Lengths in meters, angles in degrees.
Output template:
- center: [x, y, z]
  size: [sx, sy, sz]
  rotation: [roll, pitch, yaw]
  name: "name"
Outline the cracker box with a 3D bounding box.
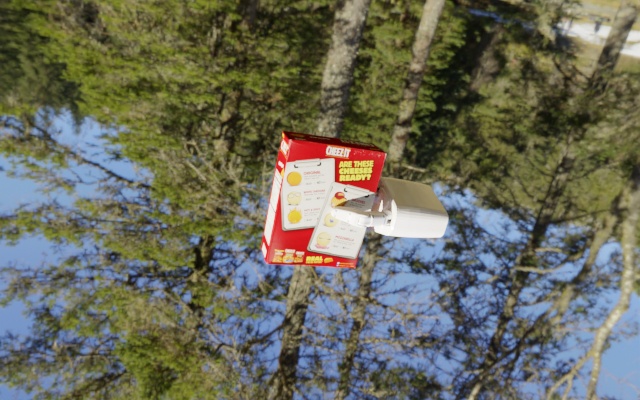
- center: [0.000, 0.003, 0.798]
  size: [0.164, 0.214, 0.072]
  rotation: [6, 20, -20]
  name: "cracker box"
